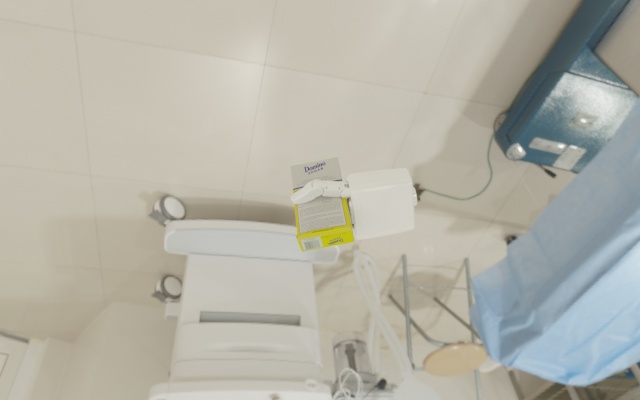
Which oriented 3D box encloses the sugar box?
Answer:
[{"bbox_3d":[0.000,0.003,0.842,0.093,0.048,0.176,-10,44,3],"label":"sugar box"}]
